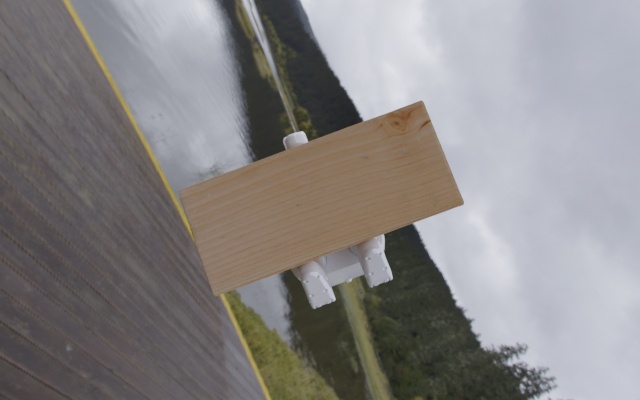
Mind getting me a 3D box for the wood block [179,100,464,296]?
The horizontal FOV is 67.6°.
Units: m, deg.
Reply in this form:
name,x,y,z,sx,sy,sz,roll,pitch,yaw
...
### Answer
name,x,y,z,sx,sy,sz,roll,pitch,yaw
wood block,0.000,0.001,0.413,0.206,0.091,0.090,-21,-6,0
